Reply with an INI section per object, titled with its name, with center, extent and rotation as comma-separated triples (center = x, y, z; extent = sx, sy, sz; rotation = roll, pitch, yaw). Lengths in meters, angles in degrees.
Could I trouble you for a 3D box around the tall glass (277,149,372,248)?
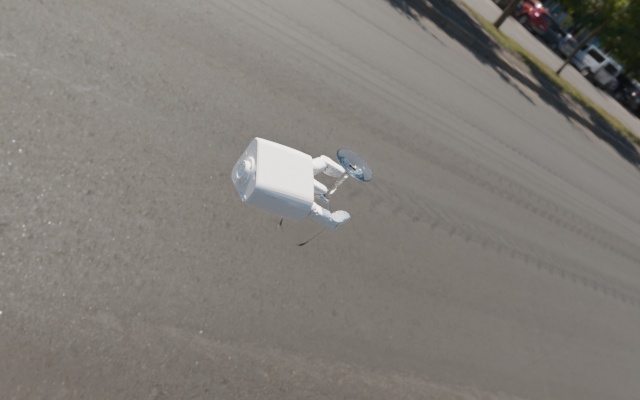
[tall glass]
center = 0.001, 0.002, 0.852
extent = 0.079, 0.079, 0.201
rotation = 0, -40, -48
